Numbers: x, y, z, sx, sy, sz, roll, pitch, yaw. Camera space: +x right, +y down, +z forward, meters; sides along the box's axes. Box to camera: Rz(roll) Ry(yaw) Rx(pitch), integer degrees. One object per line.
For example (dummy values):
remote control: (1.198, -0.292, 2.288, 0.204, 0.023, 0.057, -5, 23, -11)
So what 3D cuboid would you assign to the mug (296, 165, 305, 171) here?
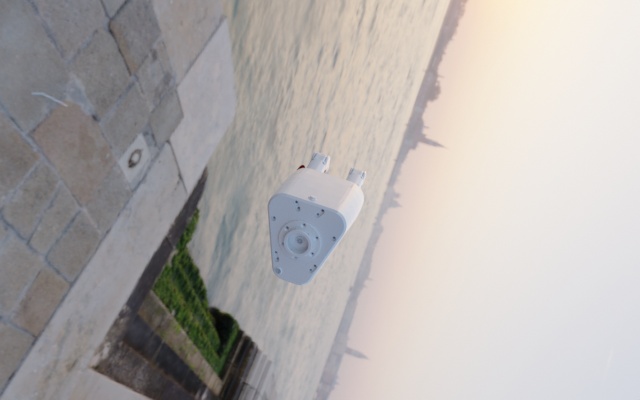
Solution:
mug: (0.001, 0.002, 0.688, 0.081, 0.093, 0.117, 19, 22, 8)
